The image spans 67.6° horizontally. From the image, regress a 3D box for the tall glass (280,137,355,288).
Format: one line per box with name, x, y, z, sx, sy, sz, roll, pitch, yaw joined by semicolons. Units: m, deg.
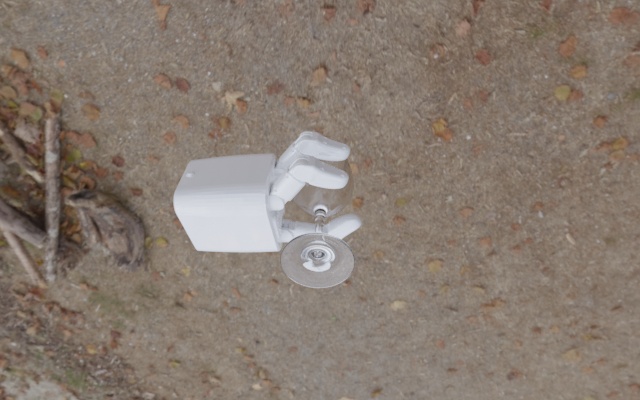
tall glass;0.000;0.002;0.550;0.079;0.079;0.201;0;36;3
